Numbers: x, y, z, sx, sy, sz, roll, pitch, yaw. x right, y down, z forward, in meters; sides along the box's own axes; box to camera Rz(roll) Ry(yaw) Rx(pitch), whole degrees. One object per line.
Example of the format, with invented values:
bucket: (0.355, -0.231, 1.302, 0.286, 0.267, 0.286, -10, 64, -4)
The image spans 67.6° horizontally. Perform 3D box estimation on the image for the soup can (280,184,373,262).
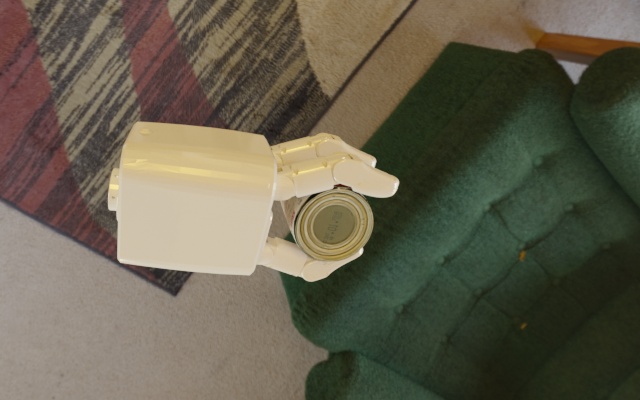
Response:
soup can: (0.001, 0.002, 0.424, 0.068, 0.068, 0.102, 0, 23, -14)
